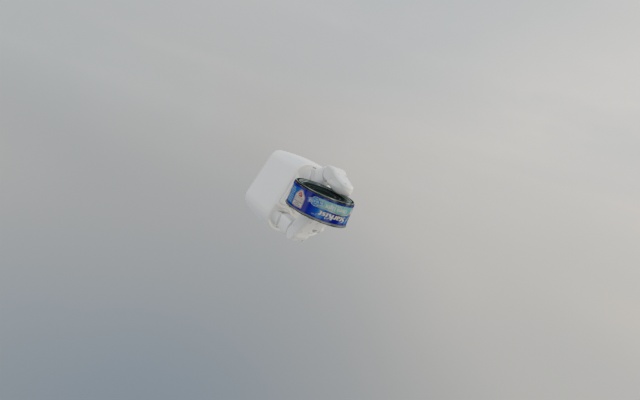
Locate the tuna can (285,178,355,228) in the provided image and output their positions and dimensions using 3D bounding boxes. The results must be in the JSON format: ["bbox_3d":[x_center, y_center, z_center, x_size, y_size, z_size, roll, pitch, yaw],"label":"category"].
[{"bbox_3d":[0.000,0.002,0.617,0.086,0.034,0.086,23,10,-4],"label":"tuna can"}]
